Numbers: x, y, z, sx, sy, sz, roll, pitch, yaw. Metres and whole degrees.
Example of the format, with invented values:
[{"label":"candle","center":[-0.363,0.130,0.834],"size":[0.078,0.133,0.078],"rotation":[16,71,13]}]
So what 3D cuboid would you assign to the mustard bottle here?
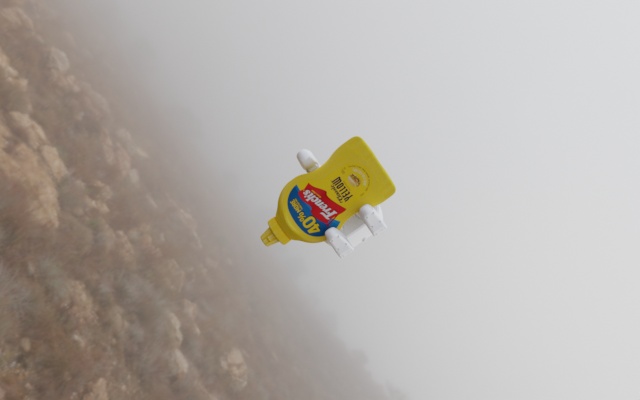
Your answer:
[{"label":"mustard bottle","center":[0.000,0.002,0.654],"size":[0.191,0.096,0.058],"rotation":[-35,6,3]}]
